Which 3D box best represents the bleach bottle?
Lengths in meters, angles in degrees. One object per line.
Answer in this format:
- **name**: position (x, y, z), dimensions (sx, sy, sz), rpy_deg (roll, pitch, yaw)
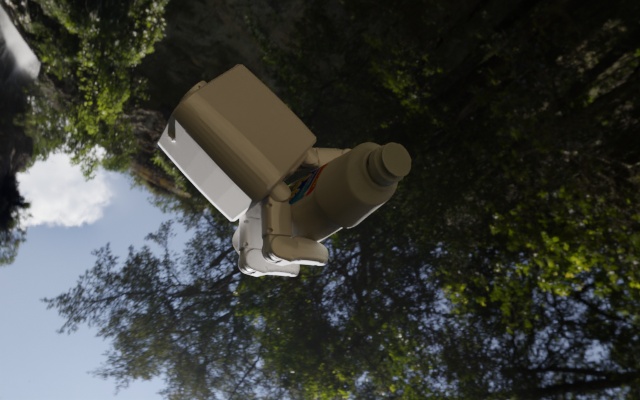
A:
- **bleach bottle**: position (0.000, 0.002, 0.467), dimensions (0.102, 0.068, 0.251), rpy_deg (-50, 11, -34)
